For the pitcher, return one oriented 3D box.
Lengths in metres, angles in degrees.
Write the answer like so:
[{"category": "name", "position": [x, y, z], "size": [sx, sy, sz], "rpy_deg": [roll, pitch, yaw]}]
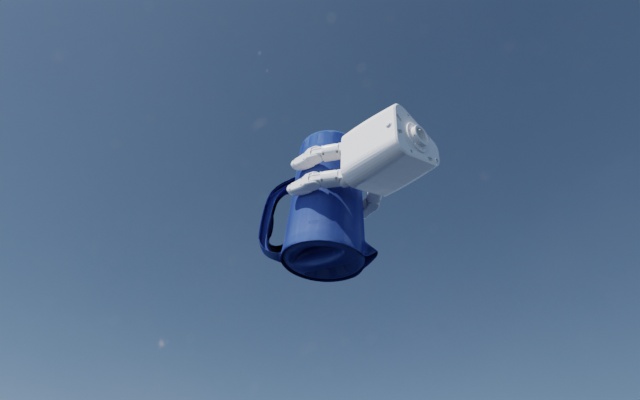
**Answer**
[{"category": "pitcher", "position": [0.000, 0.003, 0.798], "size": [0.149, 0.242, 0.145], "rpy_deg": [29, -43, -31]}]
